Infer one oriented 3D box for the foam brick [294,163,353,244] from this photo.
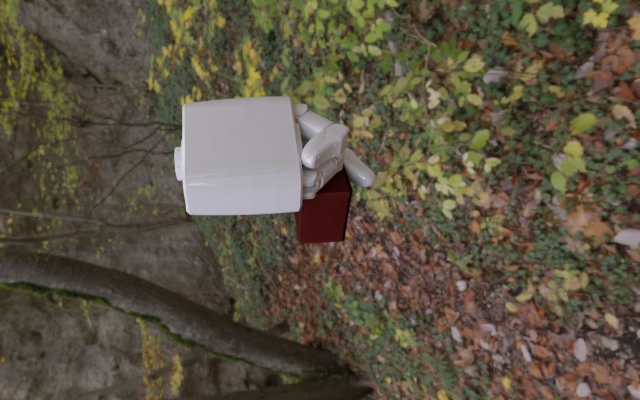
[{"bbox_3d":[0.000,0.002,0.514,0.051,0.078,0.053,-5,44,-11],"label":"foam brick"}]
